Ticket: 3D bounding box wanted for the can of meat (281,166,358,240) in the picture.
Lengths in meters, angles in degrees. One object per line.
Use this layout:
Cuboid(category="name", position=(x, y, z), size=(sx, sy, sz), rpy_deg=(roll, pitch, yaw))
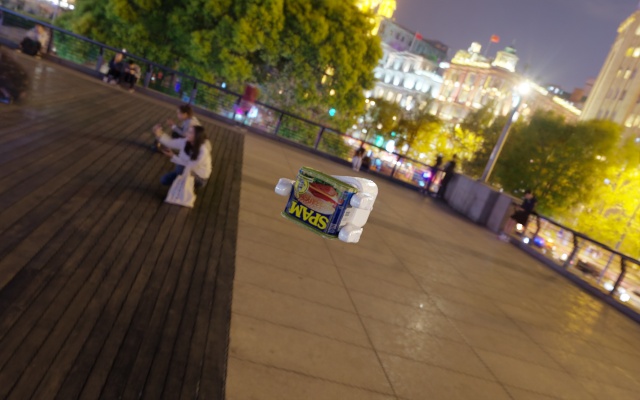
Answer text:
Cuboid(category="can of meat", position=(0.000, 0.002, 0.745), size=(0.102, 0.084, 0.057), rpy_deg=(26, 11, 24))
